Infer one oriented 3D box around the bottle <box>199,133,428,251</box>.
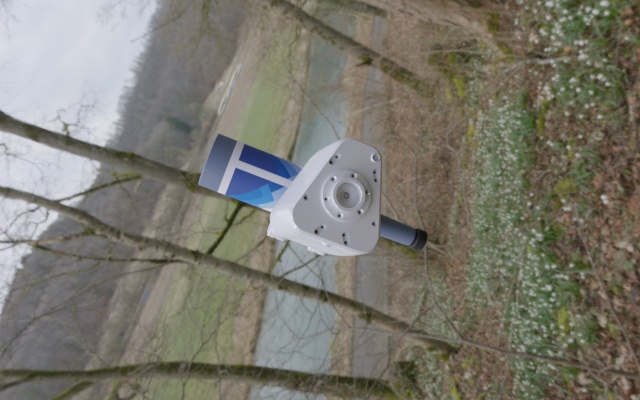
[{"bbox_3d":[0.000,0.002,0.602,0.296,0.069,0.069,21,-4,-11],"label":"bottle"}]
